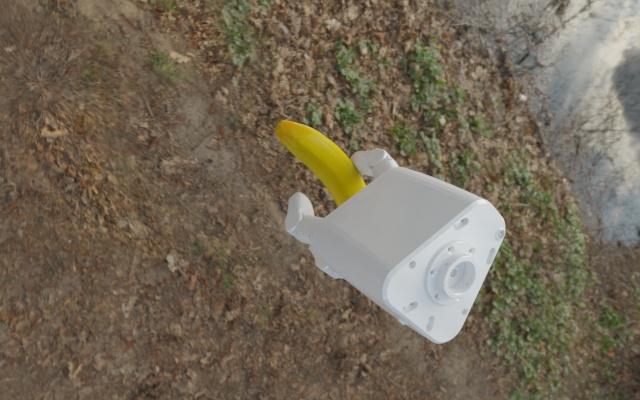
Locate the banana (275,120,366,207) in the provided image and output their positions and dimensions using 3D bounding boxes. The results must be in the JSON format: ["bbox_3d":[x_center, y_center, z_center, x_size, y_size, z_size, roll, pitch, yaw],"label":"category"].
[{"bbox_3d":[0.017,-0.004,0.506,0.069,0.198,0.037,-28,27,-13],"label":"banana"}]
